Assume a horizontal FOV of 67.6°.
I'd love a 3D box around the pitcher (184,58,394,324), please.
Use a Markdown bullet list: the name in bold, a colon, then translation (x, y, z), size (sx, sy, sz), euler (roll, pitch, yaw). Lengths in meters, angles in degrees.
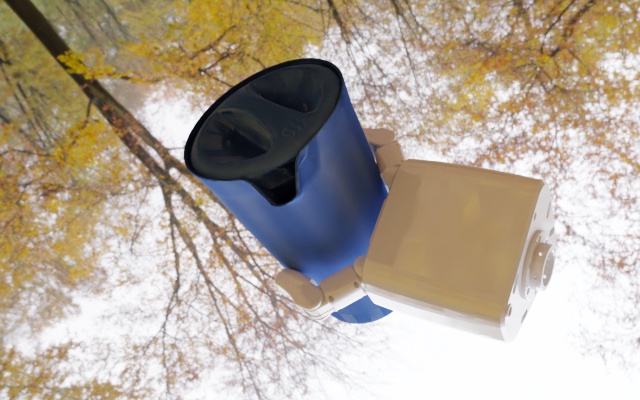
- **pitcher**: translation (0.000, 0.001, 0.435), size (0.145, 0.149, 0.243), euler (10, -34, 38)
